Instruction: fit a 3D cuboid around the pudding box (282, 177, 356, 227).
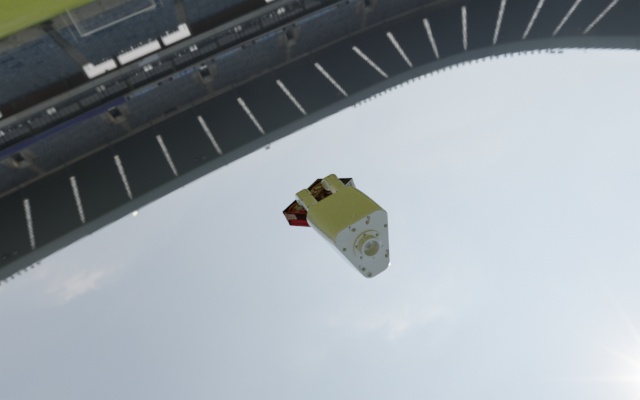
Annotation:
[{"bbox_3d":[0.000,0.003,0.862,0.090,0.039,0.113,2,35,44],"label":"pudding box"}]
